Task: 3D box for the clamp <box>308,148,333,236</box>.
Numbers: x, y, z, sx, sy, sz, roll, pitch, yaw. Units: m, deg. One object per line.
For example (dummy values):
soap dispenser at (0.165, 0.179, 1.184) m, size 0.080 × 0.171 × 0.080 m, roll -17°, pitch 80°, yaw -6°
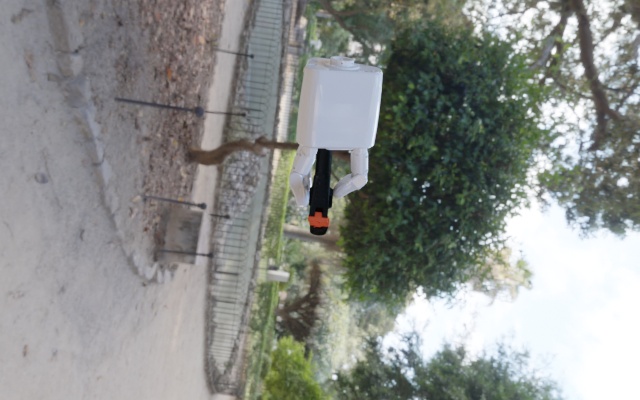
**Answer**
clamp at (0.001, 0.002, 0.734) m, size 0.036 × 0.165 × 0.210 m, roll 4°, pitch 26°, yaw 0°
